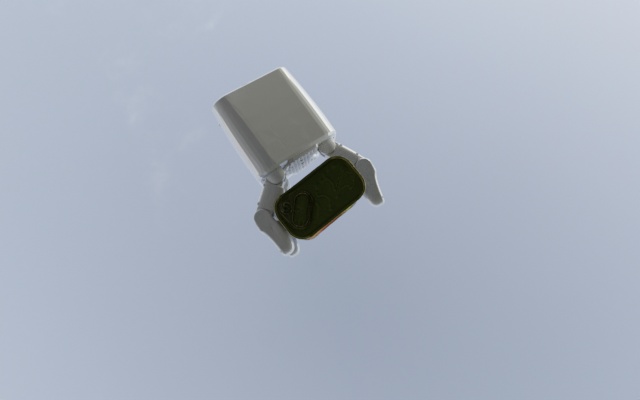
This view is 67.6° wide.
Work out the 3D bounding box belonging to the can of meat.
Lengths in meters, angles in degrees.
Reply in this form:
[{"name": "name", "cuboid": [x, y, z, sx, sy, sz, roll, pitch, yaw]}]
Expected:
[{"name": "can of meat", "cuboid": [0.000, 0.002, 0.562, 0.102, 0.057, 0.084, -39, -7, -4]}]
